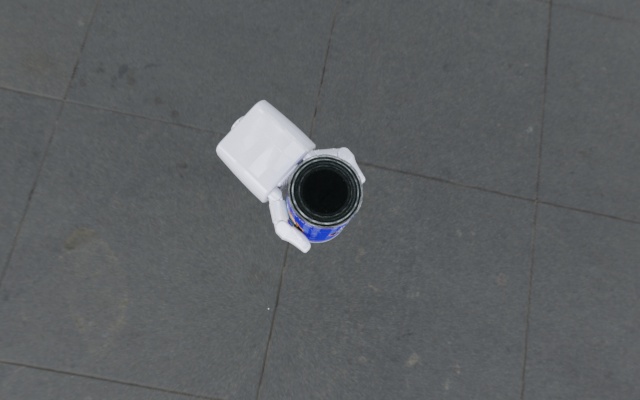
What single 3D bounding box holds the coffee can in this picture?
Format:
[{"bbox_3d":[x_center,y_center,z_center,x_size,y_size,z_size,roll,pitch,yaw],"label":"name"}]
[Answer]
[{"bbox_3d":[0.000,0.003,0.704,0.103,0.102,0.140,0,-13,-6],"label":"coffee can"}]
